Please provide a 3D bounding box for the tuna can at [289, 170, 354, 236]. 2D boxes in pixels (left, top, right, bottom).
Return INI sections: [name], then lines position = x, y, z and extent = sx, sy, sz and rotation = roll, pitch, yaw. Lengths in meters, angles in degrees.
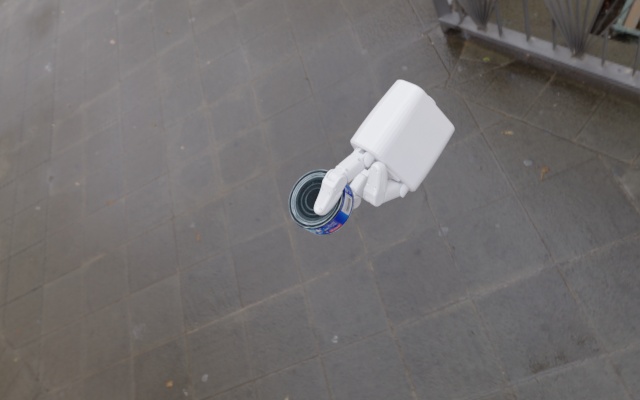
[tuna can]
position = 0.000, 0.002, 0.645
extent = 0.086, 0.086, 0.034
rotation = 0, -18, 30
